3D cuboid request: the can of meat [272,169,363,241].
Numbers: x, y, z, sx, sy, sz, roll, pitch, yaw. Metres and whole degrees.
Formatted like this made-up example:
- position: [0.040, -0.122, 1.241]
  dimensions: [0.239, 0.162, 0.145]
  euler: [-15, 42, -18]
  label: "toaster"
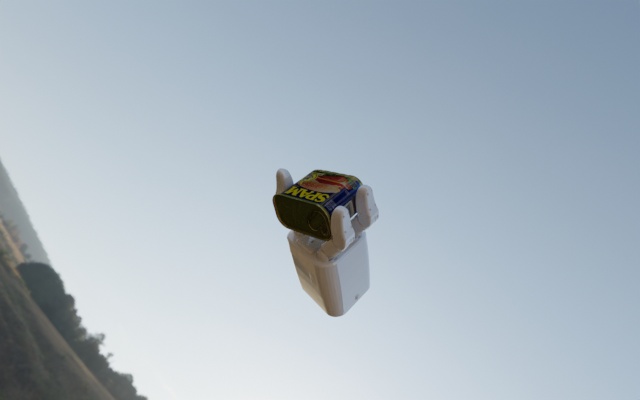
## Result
- position: [0.000, 0.002, 0.657]
  dimensions: [0.102, 0.057, 0.084]
  euler: [15, 40, 39]
  label: "can of meat"
